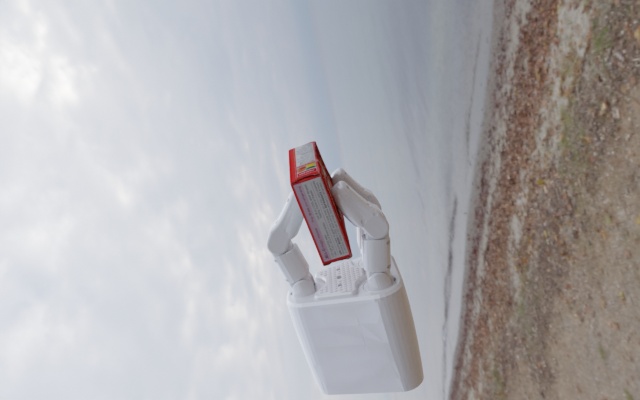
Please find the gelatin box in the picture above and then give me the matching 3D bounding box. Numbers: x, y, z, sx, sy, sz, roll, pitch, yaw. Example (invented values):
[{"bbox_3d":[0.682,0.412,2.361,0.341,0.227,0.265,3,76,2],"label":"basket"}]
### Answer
[{"bbox_3d":[0.000,0.001,0.427,0.030,0.089,0.073,-19,27,6],"label":"gelatin box"}]
